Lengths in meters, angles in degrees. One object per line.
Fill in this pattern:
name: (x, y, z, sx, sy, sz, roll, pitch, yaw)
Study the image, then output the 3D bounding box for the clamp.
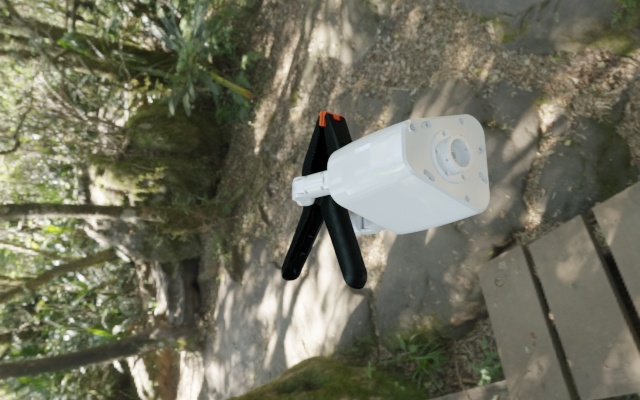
clamp: (0.000, 0.001, 0.562, 0.036, 0.210, 0.164, 10, -17, -30)
